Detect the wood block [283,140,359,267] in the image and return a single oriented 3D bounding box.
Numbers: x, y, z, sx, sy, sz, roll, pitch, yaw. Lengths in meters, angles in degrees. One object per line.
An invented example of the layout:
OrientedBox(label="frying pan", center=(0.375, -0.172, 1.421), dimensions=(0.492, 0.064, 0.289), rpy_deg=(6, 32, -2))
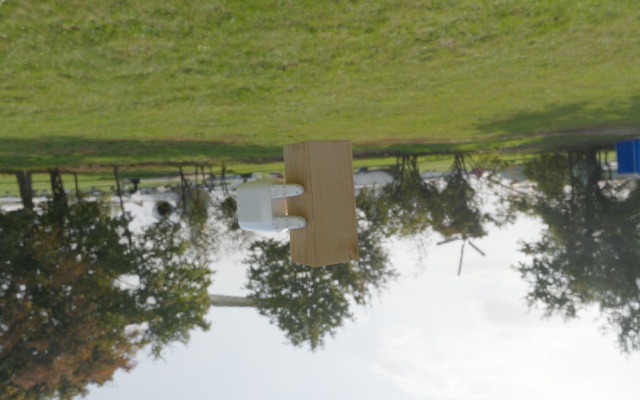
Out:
OrientedBox(label="wood block", center=(0.000, 0.003, 0.832), dimensions=(0.091, 0.206, 0.090), rpy_deg=(-6, 3, -34))
